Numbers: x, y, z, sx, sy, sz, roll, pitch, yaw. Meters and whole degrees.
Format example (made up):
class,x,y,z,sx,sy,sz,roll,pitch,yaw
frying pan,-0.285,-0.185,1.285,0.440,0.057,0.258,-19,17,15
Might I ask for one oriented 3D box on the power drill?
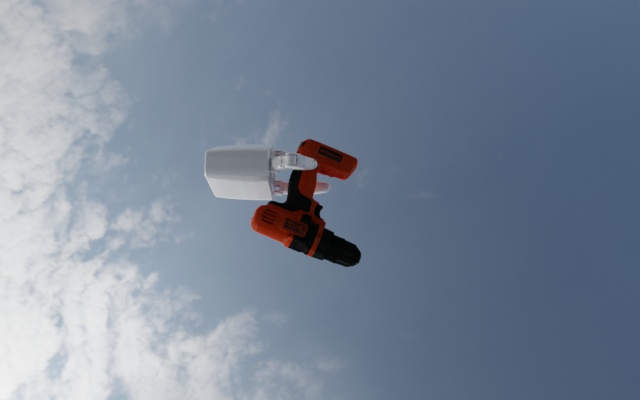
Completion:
class,x,y,z,sx,sy,sz,roll,pitch,yaw
power drill,0.000,0.002,0.789,0.184,0.187,0.057,23,-28,-6
